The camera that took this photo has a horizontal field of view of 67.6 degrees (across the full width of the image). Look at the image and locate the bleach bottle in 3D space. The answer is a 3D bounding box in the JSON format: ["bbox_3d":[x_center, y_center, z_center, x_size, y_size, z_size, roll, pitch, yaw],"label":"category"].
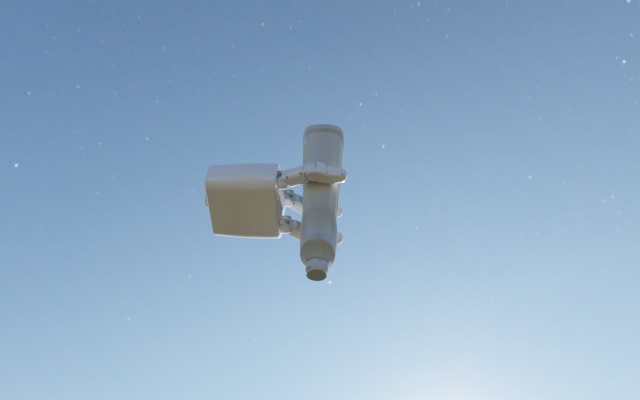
[{"bbox_3d":[0.000,0.002,0.719,0.068,0.250,0.103,1,-42,3],"label":"bleach bottle"}]
